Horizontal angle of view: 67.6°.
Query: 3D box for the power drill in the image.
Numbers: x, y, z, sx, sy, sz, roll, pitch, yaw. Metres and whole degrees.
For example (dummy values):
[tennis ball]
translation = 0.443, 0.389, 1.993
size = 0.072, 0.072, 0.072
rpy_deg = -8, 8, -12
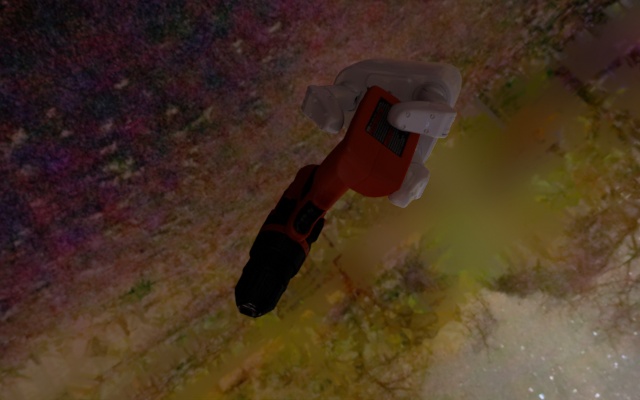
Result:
[power drill]
translation = 0.000, 0.001, 0.418
size = 0.057, 0.184, 0.188
rpy_deg = 35, -42, -12
